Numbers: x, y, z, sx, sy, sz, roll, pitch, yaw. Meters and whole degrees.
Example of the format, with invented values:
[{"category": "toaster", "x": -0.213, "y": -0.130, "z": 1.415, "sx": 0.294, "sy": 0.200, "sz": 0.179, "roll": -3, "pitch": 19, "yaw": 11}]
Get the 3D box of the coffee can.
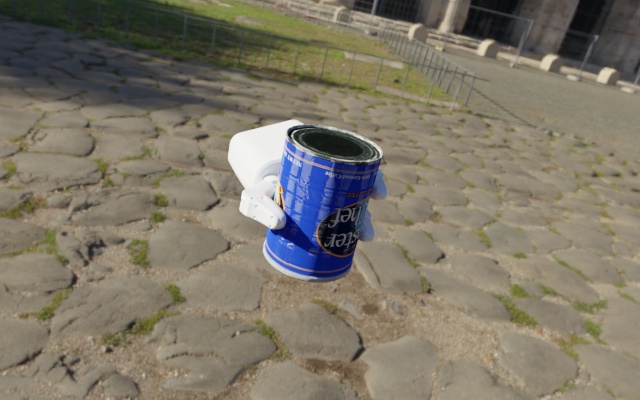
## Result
[{"category": "coffee can", "x": 0.000, "y": 0.002, "z": 0.515, "sx": 0.103, "sy": 0.140, "sz": 0.102, "roll": 11, "pitch": 25, "yaw": -5}]
